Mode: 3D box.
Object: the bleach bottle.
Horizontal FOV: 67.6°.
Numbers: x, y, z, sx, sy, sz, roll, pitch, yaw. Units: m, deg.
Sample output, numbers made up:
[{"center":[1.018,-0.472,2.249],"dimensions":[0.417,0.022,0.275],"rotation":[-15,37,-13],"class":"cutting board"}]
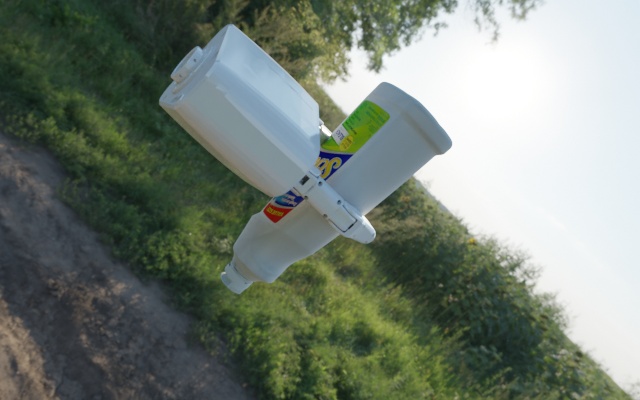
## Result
[{"center":[0.000,0.001,0.459],"dimensions":[0.068,0.251,0.102],"rotation":[41,9,-29],"class":"bleach bottle"}]
